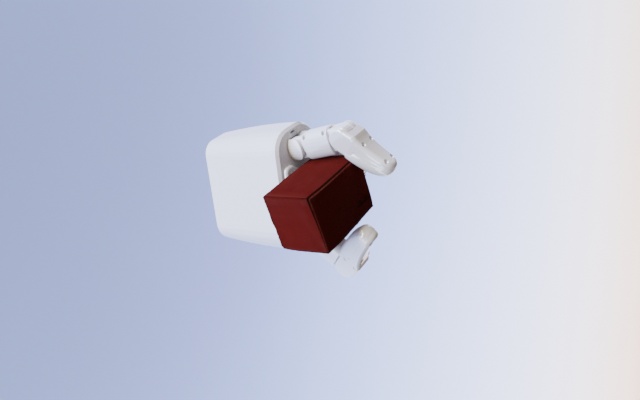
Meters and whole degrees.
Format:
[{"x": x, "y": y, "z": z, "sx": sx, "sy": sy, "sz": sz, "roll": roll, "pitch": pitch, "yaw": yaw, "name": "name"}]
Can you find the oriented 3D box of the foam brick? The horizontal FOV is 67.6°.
[{"x": 0.000, "y": 0.001, "z": 0.404, "sx": 0.051, "sy": 0.053, "sz": 0.078, "roll": 2, "pitch": 31, "yaw": 38, "name": "foam brick"}]
